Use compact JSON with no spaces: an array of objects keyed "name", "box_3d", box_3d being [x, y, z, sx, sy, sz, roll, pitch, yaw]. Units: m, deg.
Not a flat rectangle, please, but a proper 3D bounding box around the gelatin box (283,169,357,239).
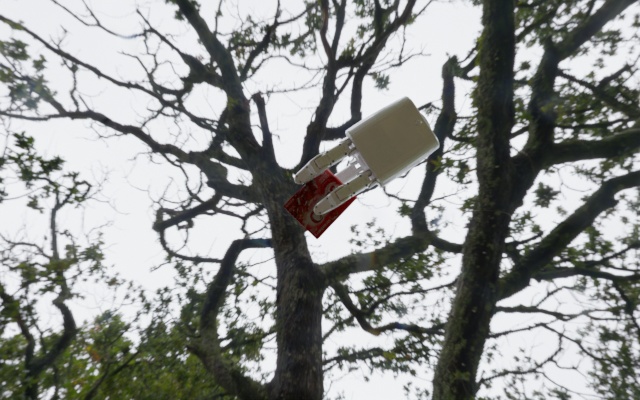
[{"name":"gelatin box","box_3d":[0.000,0.003,0.726,0.073,0.089,0.030,44,6,4]}]
